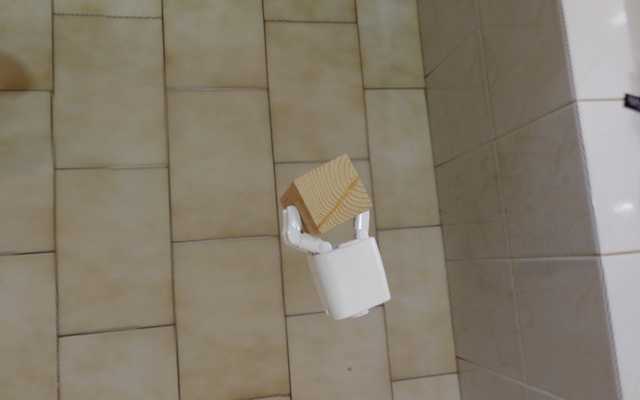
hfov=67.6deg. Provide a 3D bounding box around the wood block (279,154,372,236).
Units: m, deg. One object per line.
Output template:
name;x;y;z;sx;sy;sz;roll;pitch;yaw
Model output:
wood block;0.001;0.003;0.780;0.091;0.090;0.206;-27;-2;-13
